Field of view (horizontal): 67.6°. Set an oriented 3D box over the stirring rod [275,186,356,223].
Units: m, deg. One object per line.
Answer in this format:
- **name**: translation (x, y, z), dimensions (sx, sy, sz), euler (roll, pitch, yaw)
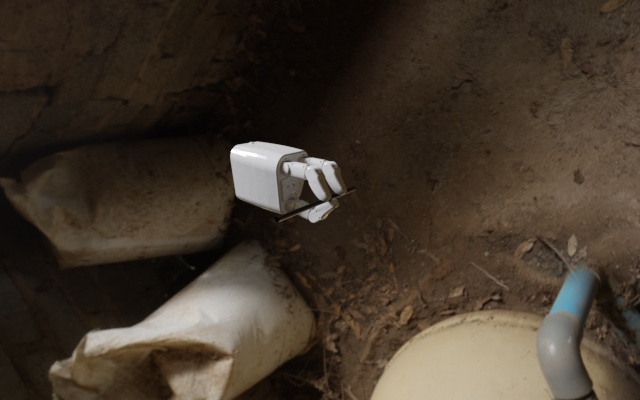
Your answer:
- **stirring rod**: translation (0.000, 0.003, 0.764), dimensions (0.011, 0.011, 0.239), euler (0, 12, 31)
